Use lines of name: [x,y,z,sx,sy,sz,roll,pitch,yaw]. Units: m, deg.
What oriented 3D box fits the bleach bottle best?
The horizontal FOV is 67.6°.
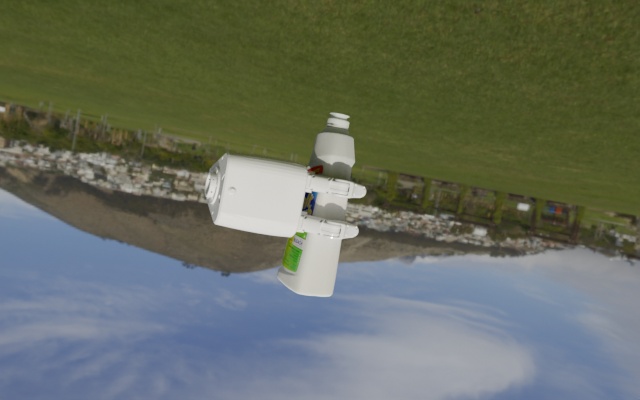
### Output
bleach bottle: [0.000,0.002,0.681,0.068,0.251,0.102,9,3,-23]
